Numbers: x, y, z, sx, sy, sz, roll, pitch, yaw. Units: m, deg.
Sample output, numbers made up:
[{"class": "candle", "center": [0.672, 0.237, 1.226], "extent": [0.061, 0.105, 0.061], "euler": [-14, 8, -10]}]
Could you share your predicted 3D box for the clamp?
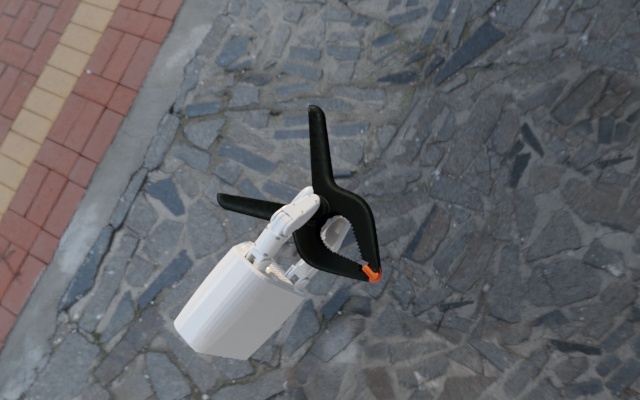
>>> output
[{"class": "clamp", "center": [0.000, 0.002, 0.536], "extent": [0.210, 0.164, 0.036], "euler": [41, 4, 19]}]
